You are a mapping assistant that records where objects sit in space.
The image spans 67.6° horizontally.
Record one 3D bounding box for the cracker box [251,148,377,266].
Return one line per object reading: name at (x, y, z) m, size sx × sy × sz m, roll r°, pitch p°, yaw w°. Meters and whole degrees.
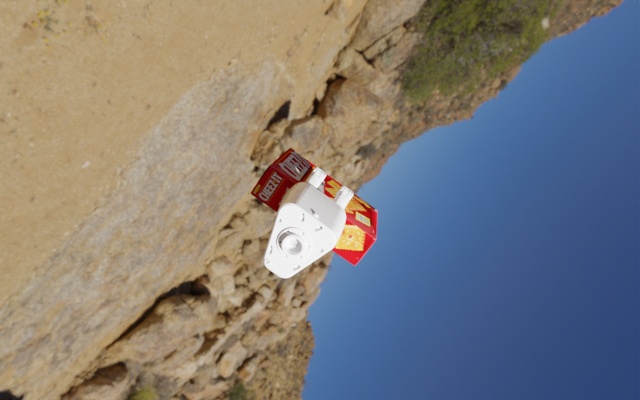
cracker box at (0.000, 0.003, 0.855) m, size 0.214 × 0.072 × 0.164 m, roll 36°, pitch 18°, yaw -3°
